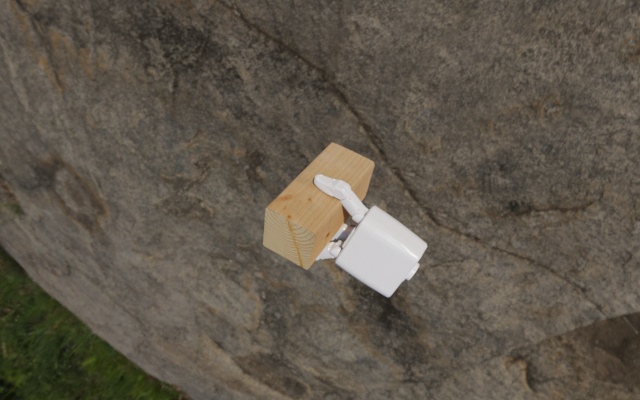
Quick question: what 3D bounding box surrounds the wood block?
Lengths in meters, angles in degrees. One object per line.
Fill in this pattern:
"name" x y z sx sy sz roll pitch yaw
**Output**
"wood block" 0.000 0.003 0.802 0.090 0.091 0.206 27 47 15
